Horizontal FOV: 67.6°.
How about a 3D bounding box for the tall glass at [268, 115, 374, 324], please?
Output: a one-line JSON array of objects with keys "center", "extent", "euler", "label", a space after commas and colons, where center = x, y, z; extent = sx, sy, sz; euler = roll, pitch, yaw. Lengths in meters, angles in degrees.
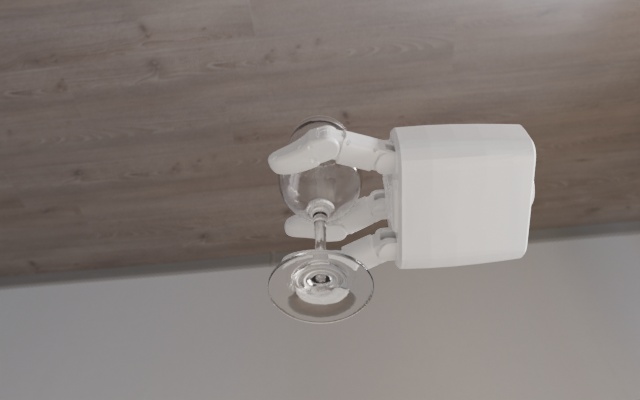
[{"center": [0.000, 0.002, 0.409], "extent": [0.079, 0.079, 0.200], "euler": [0, 38, -1], "label": "tall glass"}]
